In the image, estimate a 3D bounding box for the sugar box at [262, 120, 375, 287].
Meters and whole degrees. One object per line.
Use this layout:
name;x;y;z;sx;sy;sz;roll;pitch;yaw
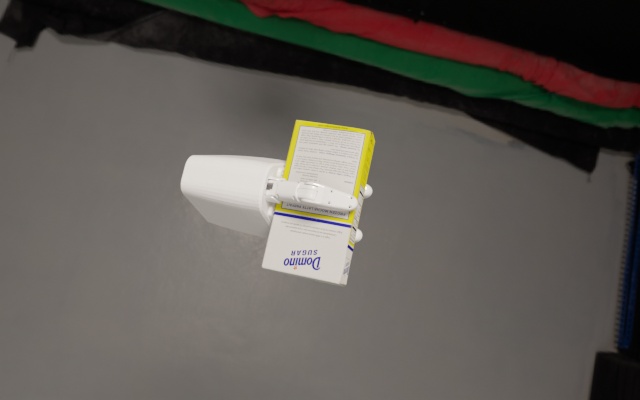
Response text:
sugar box;0.000;0.002;0.545;0.093;0.176;0.048;10;-8;16
